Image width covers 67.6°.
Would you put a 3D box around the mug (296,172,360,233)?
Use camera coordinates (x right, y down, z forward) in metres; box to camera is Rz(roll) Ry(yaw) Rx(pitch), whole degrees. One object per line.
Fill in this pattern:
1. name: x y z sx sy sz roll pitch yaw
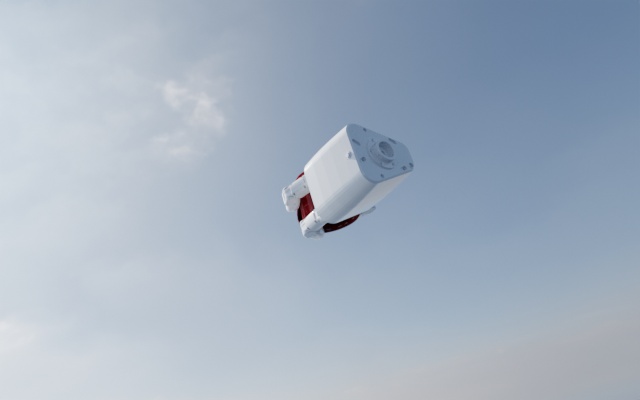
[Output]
1. mug: -0.001 0.003 0.763 0.093 0.081 0.117 5 -31 -37
